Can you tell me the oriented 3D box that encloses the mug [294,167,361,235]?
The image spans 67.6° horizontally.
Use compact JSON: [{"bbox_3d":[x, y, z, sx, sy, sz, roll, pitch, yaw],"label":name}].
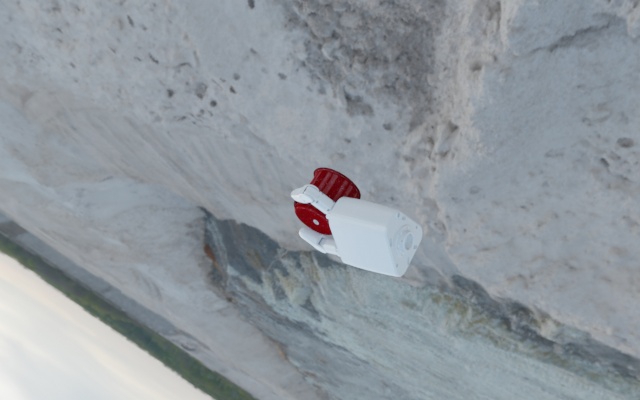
[{"bbox_3d":[-0.001,0.003,0.816,0.117,0.081,0.093,11,-31,41],"label":"mug"}]
